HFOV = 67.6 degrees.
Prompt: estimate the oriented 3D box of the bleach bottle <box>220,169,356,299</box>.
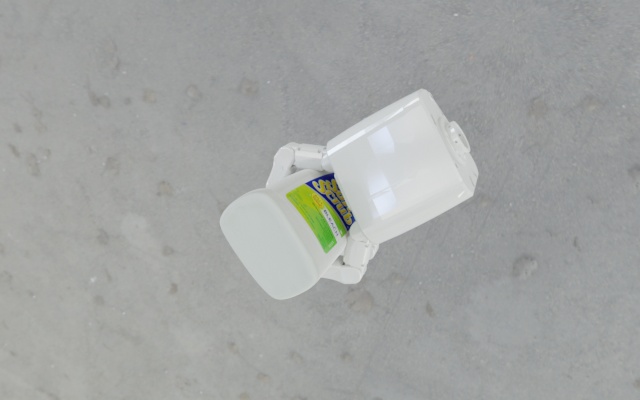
[{"bbox_3d":[0.000,0.002,0.514,0.068,0.102,0.250,-30,6,29],"label":"bleach bottle"}]
